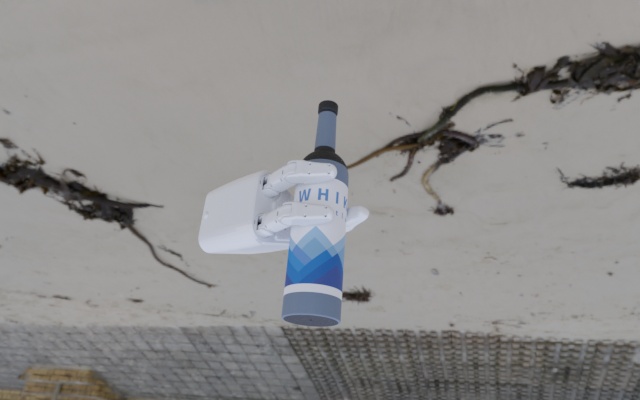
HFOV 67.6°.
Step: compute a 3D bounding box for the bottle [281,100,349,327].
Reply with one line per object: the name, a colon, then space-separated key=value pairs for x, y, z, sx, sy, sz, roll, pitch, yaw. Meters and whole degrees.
bottle: x=0.000 y=0.002 z=0.595 sx=0.069 sy=0.295 sz=0.069 roll=4 pitch=-25 yaw=2
